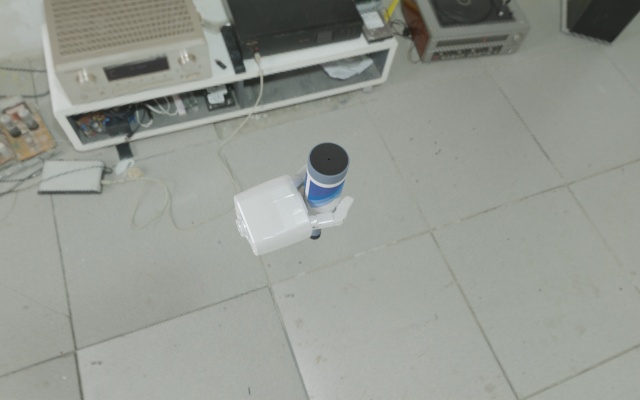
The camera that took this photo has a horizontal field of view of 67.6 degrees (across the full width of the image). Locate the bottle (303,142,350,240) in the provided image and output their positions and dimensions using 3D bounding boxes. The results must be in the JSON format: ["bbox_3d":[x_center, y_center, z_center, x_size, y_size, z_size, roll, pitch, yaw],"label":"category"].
[{"bbox_3d":[0.000,0.003,0.886,0.069,0.069,0.296,0,-28,-6],"label":"bottle"}]
